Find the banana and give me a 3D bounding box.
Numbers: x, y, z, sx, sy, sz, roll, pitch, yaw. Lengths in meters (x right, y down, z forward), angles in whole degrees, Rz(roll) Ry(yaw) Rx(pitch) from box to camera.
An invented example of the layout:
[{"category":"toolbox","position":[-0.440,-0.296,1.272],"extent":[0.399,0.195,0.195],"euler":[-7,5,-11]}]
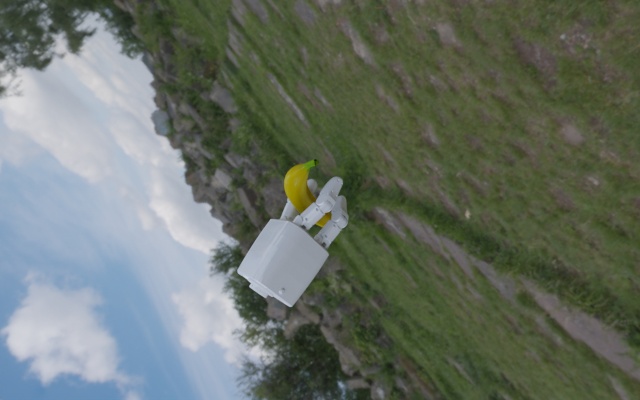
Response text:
[{"category":"banana","position":[-0.018,-0.002,0.793],"extent":[0.069,0.037,0.198],"euler":[10,-28,20]}]
